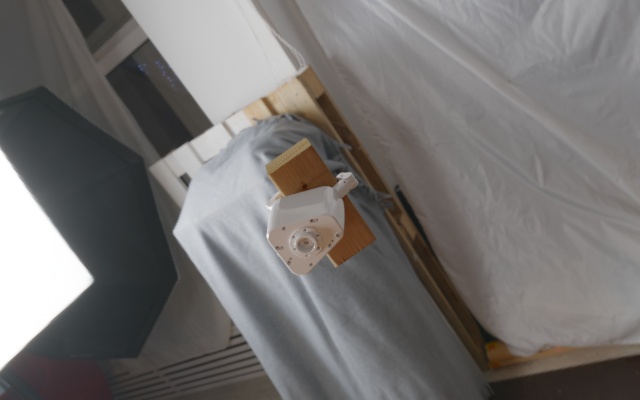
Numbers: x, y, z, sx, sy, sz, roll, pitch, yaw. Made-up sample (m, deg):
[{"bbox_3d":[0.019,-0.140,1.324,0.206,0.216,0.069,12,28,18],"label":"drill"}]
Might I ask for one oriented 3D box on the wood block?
[{"bbox_3d":[0.000,0.003,0.850,0.091,0.206,0.090,-35,18,1],"label":"wood block"}]
